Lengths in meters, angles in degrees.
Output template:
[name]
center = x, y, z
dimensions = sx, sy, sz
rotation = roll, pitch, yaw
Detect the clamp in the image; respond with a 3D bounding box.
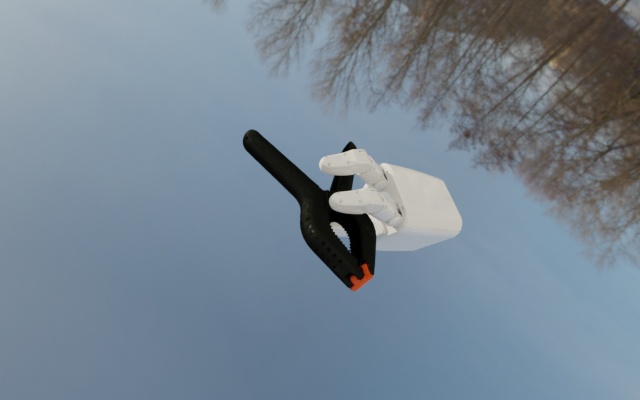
[clamp]
center = 0.000, 0.003, 0.543
dimensions = 0.164, 0.209, 0.036
rotation = 7, -39, -33
